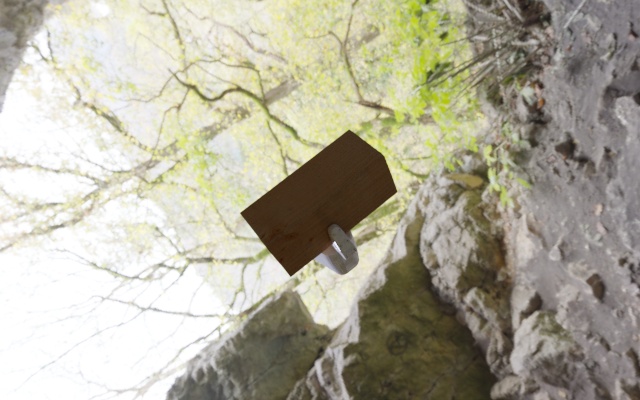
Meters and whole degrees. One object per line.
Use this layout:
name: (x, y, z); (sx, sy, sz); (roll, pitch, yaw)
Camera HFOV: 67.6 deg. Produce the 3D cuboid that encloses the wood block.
wood block: (0.000, 0.003, 0.706); (0.090, 0.206, 0.090); (45, -10, 42)
